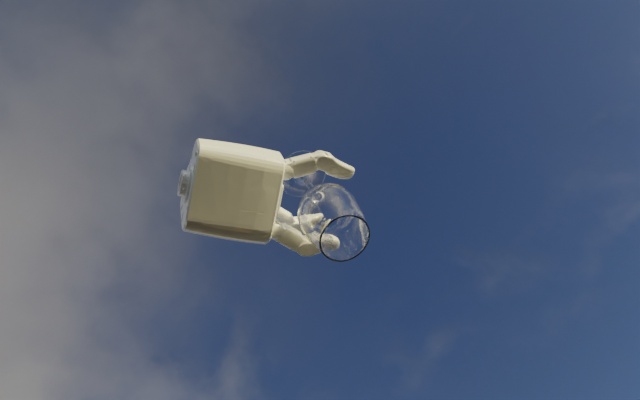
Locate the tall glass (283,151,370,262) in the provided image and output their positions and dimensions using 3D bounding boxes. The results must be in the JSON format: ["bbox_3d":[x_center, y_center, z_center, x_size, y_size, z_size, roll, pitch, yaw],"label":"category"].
[{"bbox_3d":[0.000,0.002,0.630,0.079,0.079,0.201,0,25,-19],"label":"tall glass"}]
